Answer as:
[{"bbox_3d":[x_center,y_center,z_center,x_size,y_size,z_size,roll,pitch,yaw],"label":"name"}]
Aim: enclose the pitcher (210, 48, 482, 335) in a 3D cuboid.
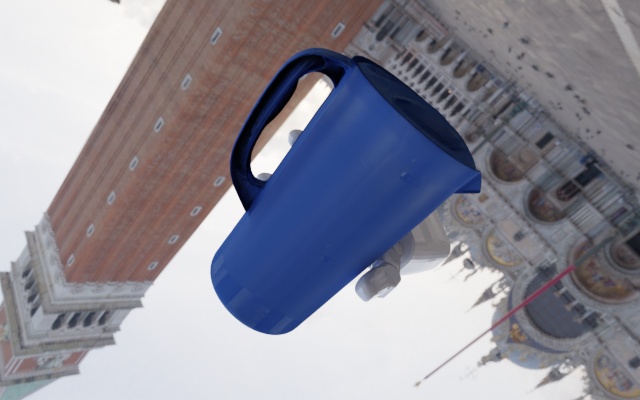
[{"bbox_3d":[0.000,0.001,0.417,0.243,0.149,0.145,-48,-29,24],"label":"pitcher"}]
